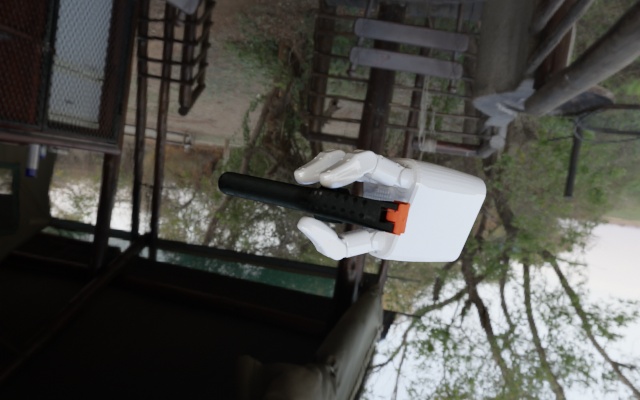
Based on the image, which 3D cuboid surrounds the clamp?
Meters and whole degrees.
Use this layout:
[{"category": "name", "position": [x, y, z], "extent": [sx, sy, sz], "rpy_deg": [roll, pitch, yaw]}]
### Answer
[{"category": "clamp", "position": [0.000, 0.002, 0.475], "extent": [0.164, 0.036, 0.210], "rpy_deg": [10, 1, -30]}]
